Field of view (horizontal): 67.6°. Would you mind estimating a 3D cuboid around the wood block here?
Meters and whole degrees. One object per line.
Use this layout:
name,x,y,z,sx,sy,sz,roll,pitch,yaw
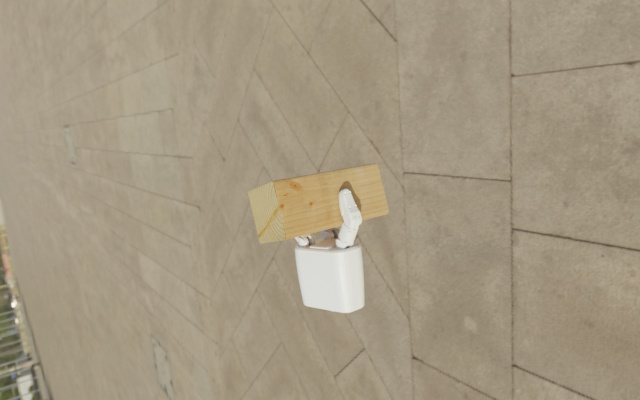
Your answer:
wood block,0.000,0.003,0.787,0.206,0.090,0.091,-12,-1,-34
